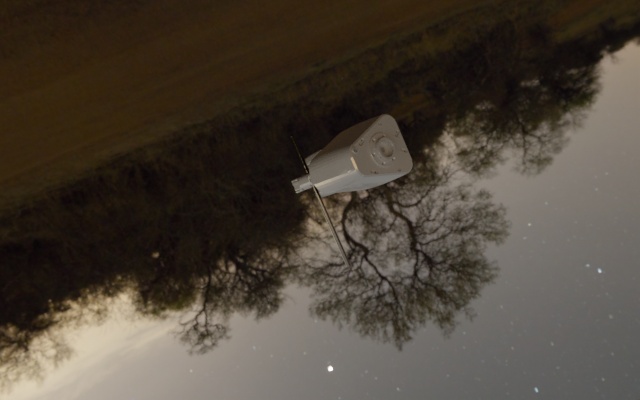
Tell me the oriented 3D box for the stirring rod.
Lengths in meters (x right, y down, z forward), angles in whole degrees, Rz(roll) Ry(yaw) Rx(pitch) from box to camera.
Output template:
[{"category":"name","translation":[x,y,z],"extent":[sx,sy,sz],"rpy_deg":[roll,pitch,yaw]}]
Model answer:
[{"category":"stirring rod","translation":[0.000,0.003,0.809],"extent":[0.011,0.239,0.011],"rpy_deg":[-24,4,2]}]
